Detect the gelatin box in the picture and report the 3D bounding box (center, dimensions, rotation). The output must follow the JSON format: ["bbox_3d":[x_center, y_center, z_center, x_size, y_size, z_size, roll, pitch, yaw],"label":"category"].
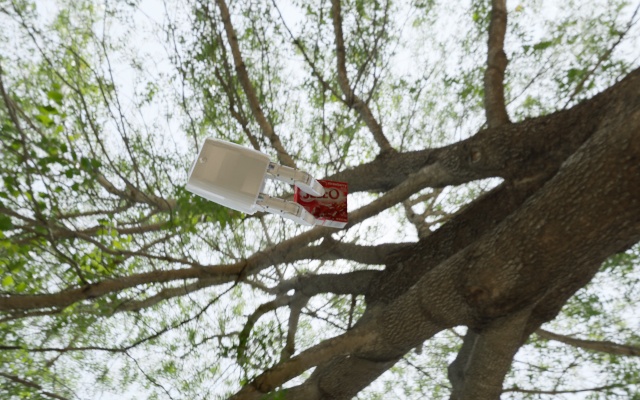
[{"bbox_3d":[0.000,0.003,0.787,0.089,0.073,0.030,8,-25,-14],"label":"gelatin box"}]
